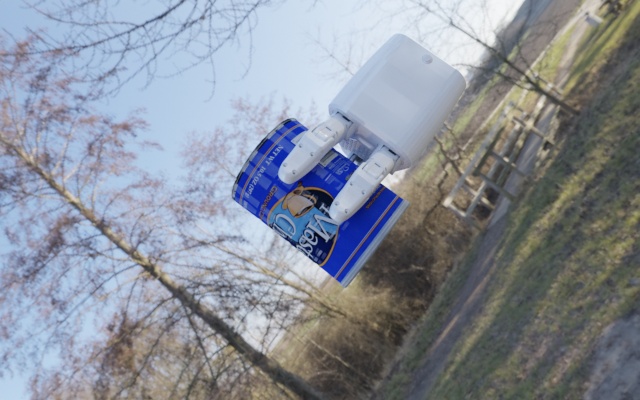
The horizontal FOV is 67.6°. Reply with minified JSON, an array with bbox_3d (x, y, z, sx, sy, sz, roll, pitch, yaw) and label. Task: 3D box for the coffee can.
[{"bbox_3d":[0.000,0.002,0.467,0.140,0.103,0.103,37,6,7],"label":"coffee can"}]
